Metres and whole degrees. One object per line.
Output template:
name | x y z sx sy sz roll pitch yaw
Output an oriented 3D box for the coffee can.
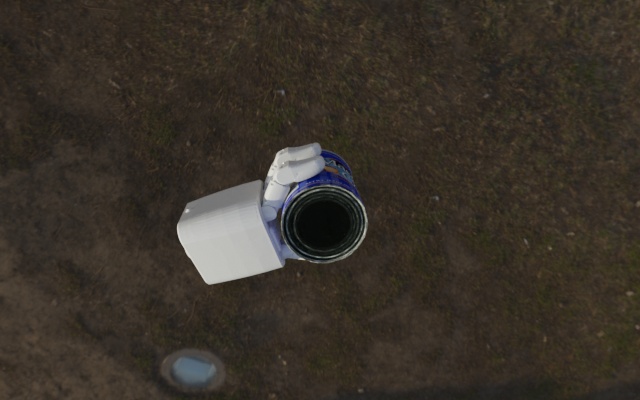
coffee can | 0.000 0.002 0.620 0.103 0.103 0.140 0 23 -4
